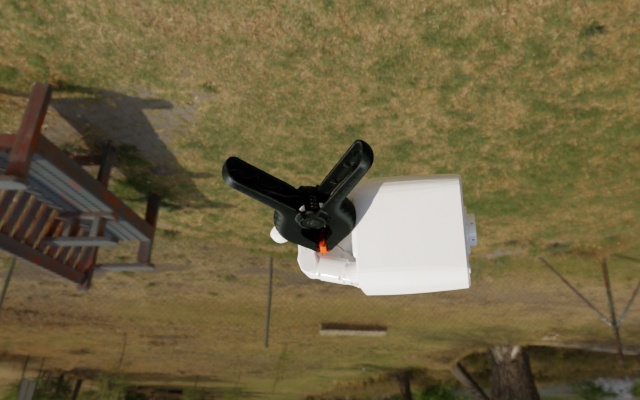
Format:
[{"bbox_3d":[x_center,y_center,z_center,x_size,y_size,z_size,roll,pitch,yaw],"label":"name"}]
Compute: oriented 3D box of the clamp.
[{"bbox_3d":[0.000,0.002,0.432,0.120,0.039,0.171,-6,-27,16],"label":"clamp"}]
